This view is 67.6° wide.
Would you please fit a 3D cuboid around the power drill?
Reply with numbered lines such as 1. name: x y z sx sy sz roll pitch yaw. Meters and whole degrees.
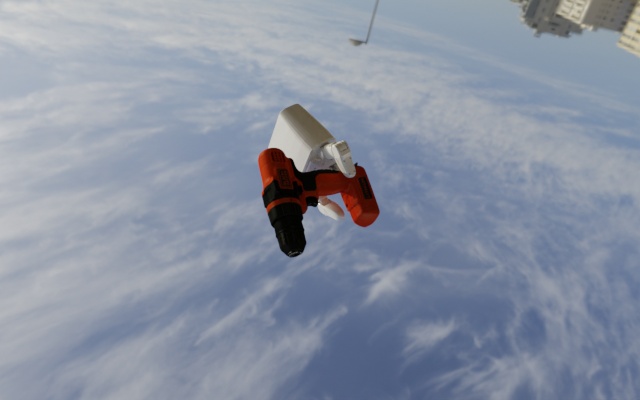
1. power drill: 0.000 0.002 0.755 0.187 0.184 0.057 3 -32 -32
